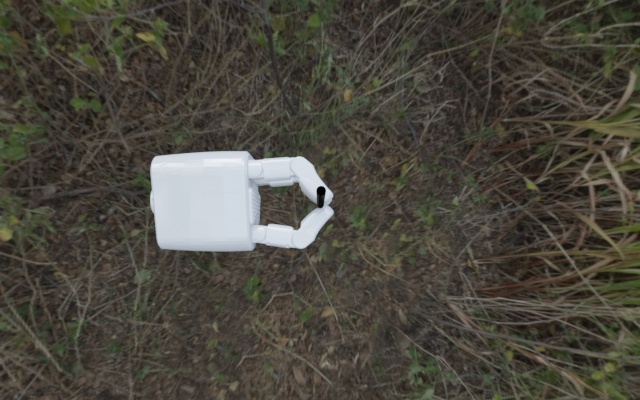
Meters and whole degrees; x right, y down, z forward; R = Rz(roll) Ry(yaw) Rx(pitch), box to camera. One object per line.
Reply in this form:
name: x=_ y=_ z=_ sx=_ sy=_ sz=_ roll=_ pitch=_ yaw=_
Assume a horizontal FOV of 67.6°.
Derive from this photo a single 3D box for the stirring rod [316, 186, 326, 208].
stirring rod: x=0.000 y=0.002 z=0.502 sx=0.011 sy=0.011 sz=0.239 roll=0 pitch=-5 yaw=0
